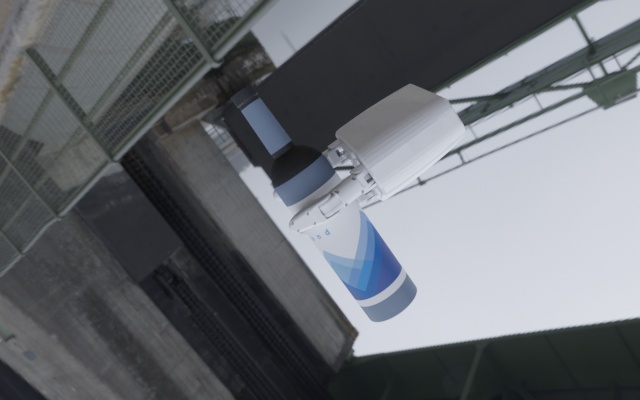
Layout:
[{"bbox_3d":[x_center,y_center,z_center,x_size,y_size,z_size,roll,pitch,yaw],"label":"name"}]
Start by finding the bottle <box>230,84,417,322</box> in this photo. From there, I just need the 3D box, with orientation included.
[{"bbox_3d":[0.000,0.002,0.530,0.069,0.296,0.069,-34,11,7],"label":"bottle"}]
